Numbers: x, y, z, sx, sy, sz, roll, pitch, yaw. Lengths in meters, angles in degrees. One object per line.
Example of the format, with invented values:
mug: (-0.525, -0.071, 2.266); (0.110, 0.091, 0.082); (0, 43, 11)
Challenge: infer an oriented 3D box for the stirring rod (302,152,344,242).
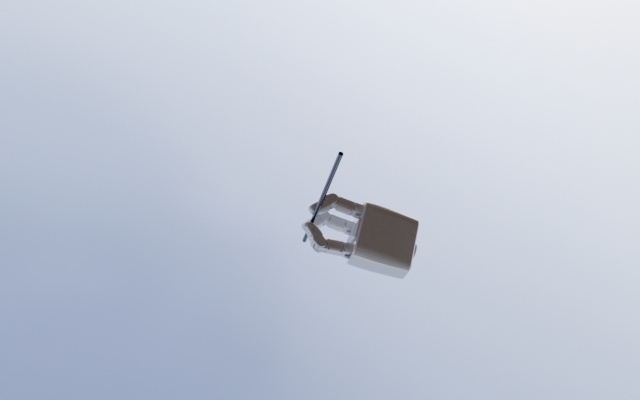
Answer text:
stirring rod: (0.000, 0.003, 0.797); (0.011, 0.011, 0.240); (0, -37, -18)
